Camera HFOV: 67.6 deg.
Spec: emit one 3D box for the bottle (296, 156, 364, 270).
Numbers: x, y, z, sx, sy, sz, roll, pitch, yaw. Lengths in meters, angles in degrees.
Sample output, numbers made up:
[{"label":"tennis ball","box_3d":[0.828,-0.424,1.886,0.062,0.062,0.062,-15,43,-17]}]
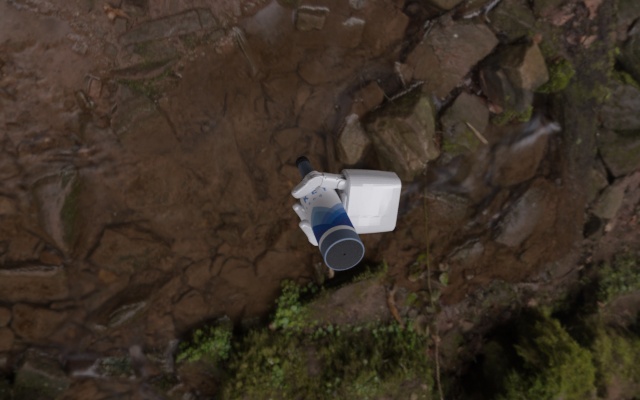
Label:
[{"label":"bottle","box_3d":[0.000,0.003,0.866,0.069,0.069,0.295,0,34,-18]}]
